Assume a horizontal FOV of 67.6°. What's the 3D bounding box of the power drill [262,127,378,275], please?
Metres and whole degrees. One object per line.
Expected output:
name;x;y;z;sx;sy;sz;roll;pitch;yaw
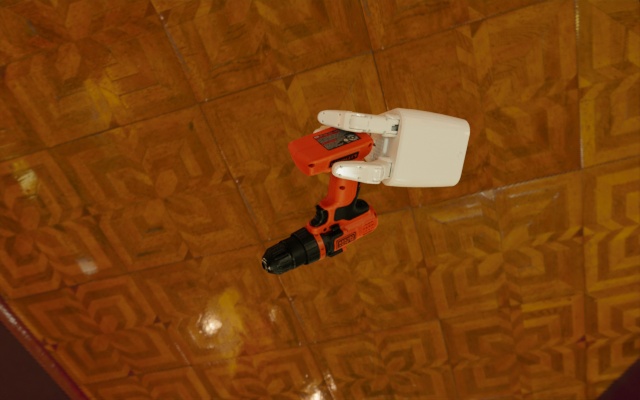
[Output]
power drill;0.000;0.002;0.629;0.184;0.188;0.057;-25;48;-26
